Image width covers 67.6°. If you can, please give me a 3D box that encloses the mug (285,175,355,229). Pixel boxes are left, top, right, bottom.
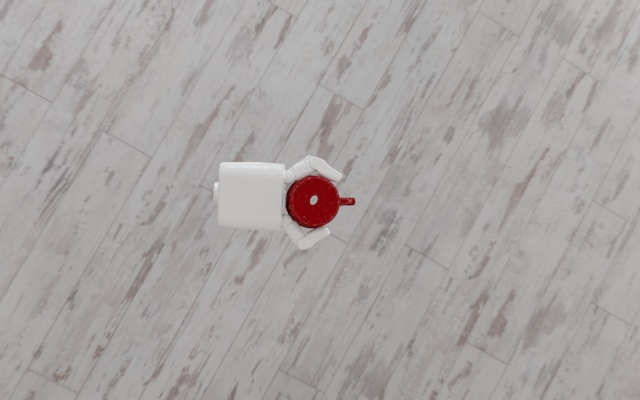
[{"bbox_3d":[0.002,0.003,0.794,0.117,0.093,0.081,2,-1,-5],"label":"mug"}]
